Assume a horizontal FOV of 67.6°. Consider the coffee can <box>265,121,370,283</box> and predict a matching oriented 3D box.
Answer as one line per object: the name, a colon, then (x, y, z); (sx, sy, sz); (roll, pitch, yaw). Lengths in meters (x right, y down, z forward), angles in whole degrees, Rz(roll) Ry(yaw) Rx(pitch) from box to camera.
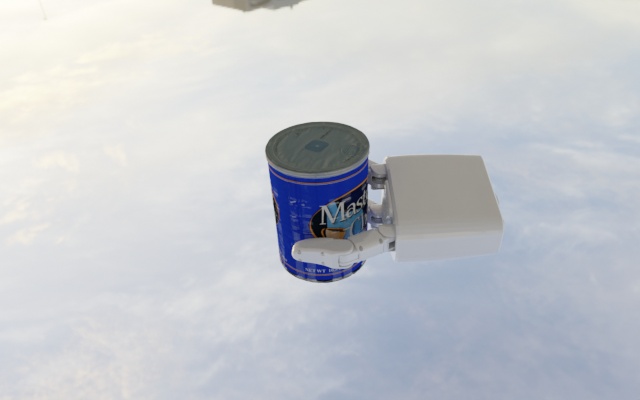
coffee can: (0.000, 0.002, 0.507); (0.103, 0.140, 0.102); (-2, 36, 2)
